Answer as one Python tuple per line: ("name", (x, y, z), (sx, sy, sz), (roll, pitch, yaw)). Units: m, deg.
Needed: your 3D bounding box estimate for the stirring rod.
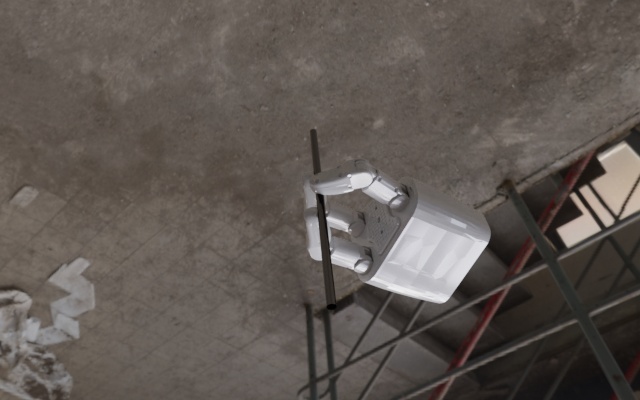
("stirring rod", (0.000, 0.001, 0.453), (0.011, 0.011, 0.239), (0, 41, -5))
